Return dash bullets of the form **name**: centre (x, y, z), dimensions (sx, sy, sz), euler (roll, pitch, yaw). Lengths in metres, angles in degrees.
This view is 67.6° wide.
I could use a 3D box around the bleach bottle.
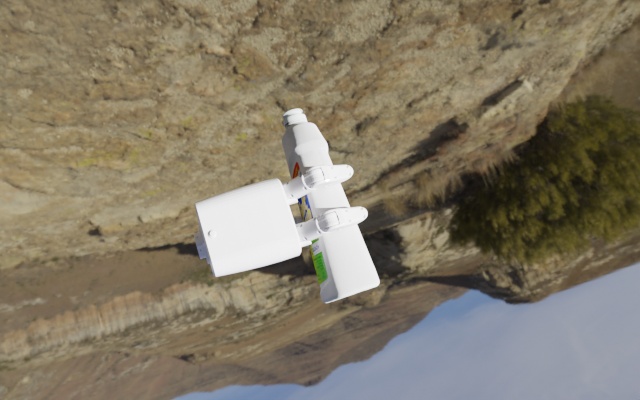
- **bleach bottle**: centre (0.000, 0.002, 0.624), dimensions (0.068, 0.250, 0.102), euler (-16, -12, -15)
